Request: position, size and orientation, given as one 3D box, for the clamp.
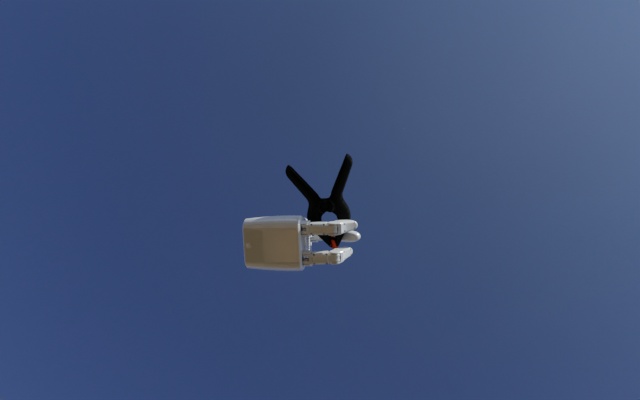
[{"bbox_3d":[0.000,0.003,0.865,0.120,0.171,0.039,-1,8,9],"label":"clamp"}]
